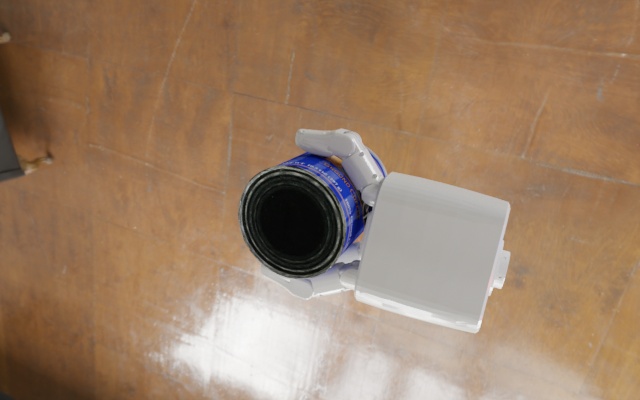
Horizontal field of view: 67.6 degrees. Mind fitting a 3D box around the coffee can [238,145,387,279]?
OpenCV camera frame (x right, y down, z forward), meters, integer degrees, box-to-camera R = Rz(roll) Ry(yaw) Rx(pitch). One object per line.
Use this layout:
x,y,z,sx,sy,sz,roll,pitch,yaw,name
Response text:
0.000,0.001,0.468,0.103,0.103,0.140,0,16,23,coffee can
